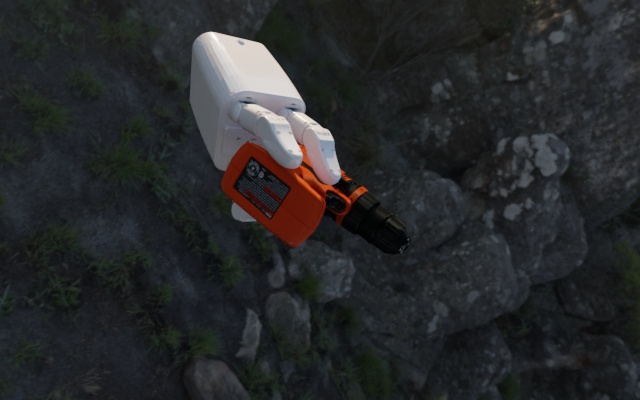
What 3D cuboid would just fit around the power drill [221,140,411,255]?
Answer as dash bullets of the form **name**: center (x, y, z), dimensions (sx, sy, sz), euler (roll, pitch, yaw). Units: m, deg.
- **power drill**: center (0.000, 0.001, 0.497), dimensions (0.184, 0.057, 0.187), euler (36, 13, 18)
